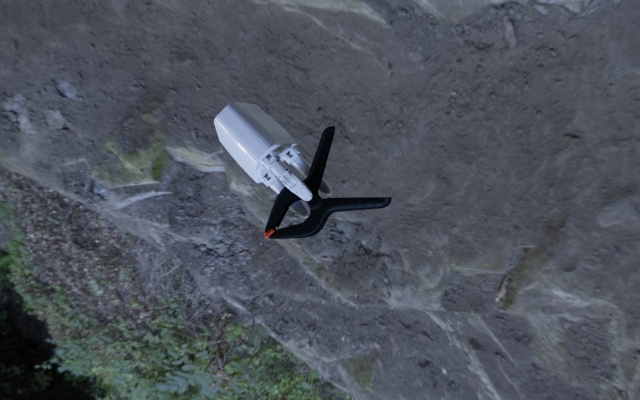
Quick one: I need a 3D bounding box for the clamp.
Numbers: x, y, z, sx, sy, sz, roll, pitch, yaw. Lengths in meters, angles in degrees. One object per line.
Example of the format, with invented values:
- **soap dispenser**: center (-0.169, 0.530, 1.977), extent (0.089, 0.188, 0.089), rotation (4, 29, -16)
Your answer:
- **clamp**: center (-0.001, 0.003, 0.788), extent (0.164, 0.210, 0.036), rotation (46, 2, 12)
